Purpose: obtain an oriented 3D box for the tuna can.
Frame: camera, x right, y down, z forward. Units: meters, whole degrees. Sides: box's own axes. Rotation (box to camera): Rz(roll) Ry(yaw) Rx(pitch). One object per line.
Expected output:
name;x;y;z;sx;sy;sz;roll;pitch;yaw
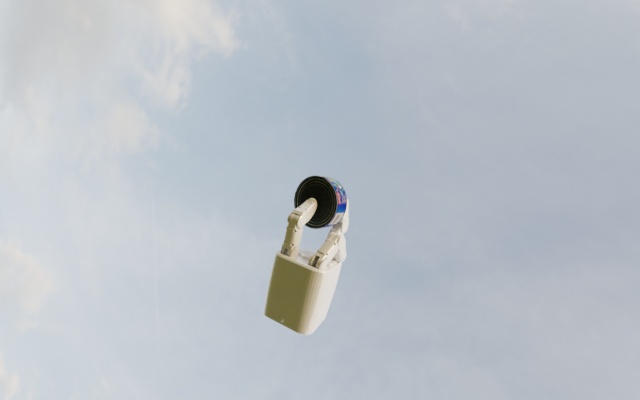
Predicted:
tuna can;0.000;0.002;0.778;0.086;0.086;0.034;0;1;35
